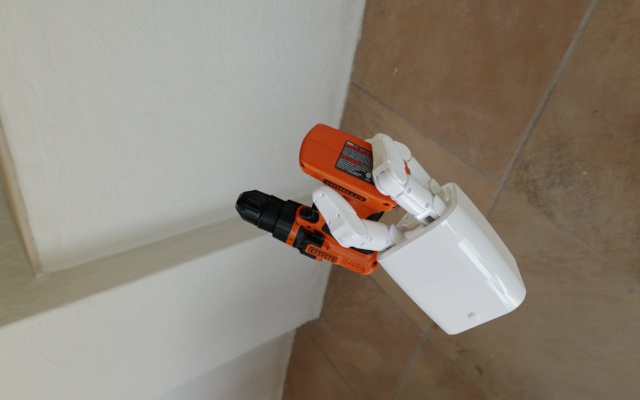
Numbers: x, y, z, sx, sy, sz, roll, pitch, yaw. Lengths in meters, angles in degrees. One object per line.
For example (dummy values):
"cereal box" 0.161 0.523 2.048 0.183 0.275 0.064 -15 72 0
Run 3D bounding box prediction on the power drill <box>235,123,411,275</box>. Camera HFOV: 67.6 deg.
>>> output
"power drill" 0.000 0.002 0.511 0.184 0.057 0.188 22 -30 -1
